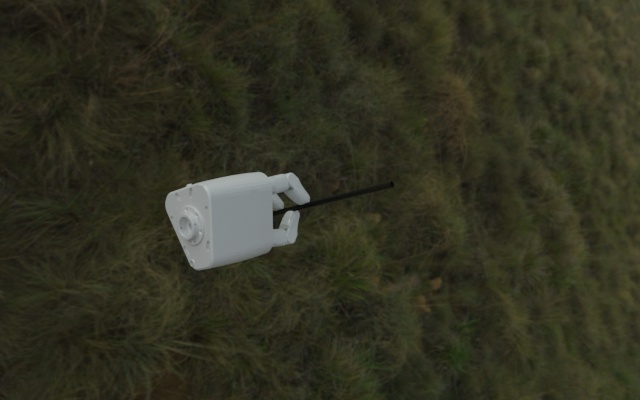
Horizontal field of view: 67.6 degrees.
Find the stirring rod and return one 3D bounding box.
[{"bbox_3d":[0.000,0.002,0.687,0.239,0.011,0.011,-14,-9,38],"label":"stirring rod"}]
